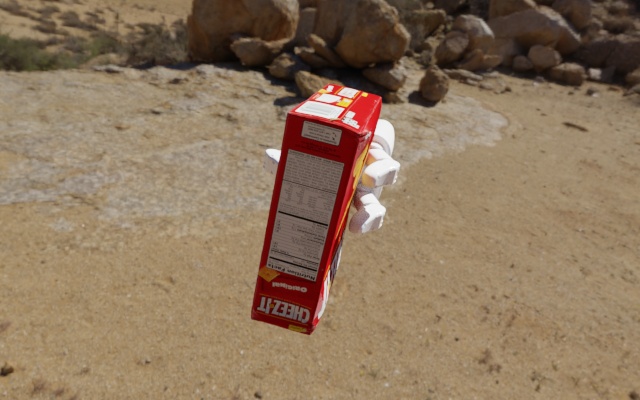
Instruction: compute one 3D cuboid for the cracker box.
[{"bbox_3d":[0.000,0.001,0.494,0.072,0.214,0.164,15,24,7],"label":"cracker box"}]
